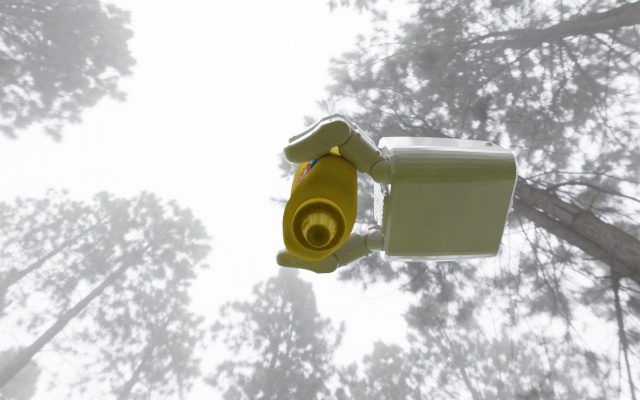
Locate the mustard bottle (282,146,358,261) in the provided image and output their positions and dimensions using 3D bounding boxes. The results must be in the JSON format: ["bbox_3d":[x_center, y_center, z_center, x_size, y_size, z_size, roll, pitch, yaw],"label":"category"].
[{"bbox_3d":[0.000,0.001,0.432,0.058,0.096,0.191,24,14,-6],"label":"mustard bottle"}]
